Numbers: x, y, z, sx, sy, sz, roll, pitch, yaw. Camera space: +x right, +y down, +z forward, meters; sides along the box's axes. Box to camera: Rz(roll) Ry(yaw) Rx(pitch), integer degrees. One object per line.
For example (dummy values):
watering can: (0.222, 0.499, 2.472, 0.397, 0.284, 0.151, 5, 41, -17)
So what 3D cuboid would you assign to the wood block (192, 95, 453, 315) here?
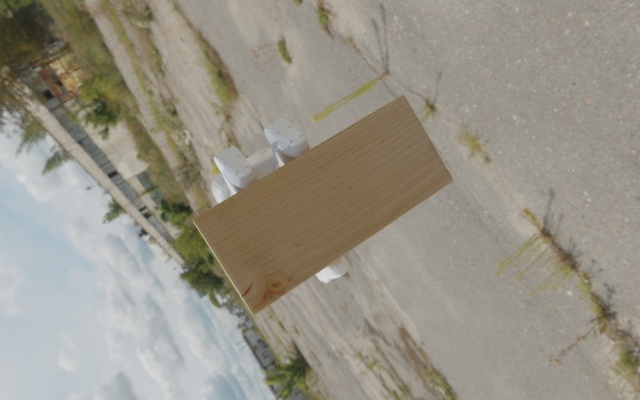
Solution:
wood block: (0.000, 0.002, 0.430, 0.206, 0.091, 0.090, -32, 5, -14)
